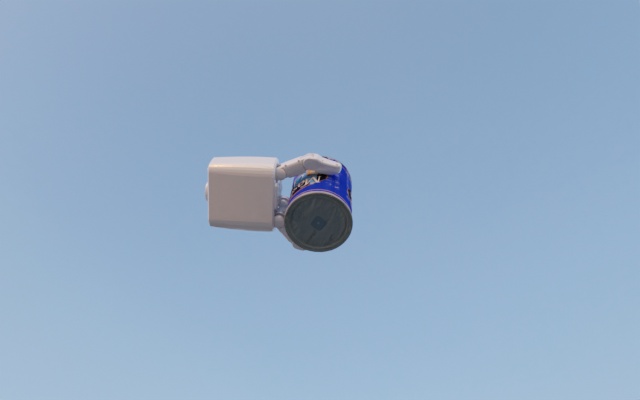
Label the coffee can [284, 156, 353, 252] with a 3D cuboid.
[{"bbox_3d":[0.000,0.003,0.769,0.103,0.103,0.140,0,27,3],"label":"coffee can"}]
